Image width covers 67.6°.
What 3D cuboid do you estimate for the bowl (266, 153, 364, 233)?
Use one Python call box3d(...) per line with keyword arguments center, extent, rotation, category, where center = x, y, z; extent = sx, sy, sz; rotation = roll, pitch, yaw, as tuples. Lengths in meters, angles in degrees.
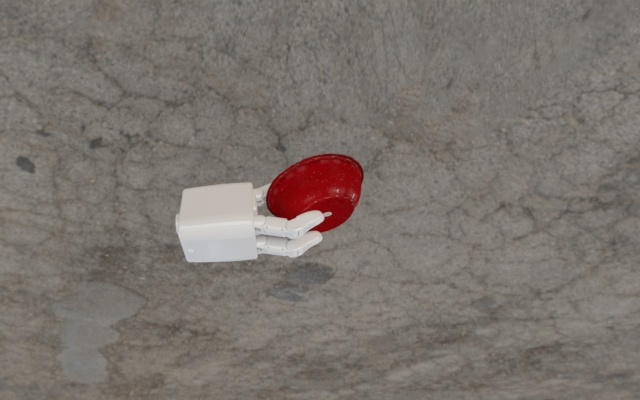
box3d(center=(0.002, 0.002, 0.736), extent=(0.162, 0.055, 0.162), rotation=(-15, -35, -11), category="bowl")
